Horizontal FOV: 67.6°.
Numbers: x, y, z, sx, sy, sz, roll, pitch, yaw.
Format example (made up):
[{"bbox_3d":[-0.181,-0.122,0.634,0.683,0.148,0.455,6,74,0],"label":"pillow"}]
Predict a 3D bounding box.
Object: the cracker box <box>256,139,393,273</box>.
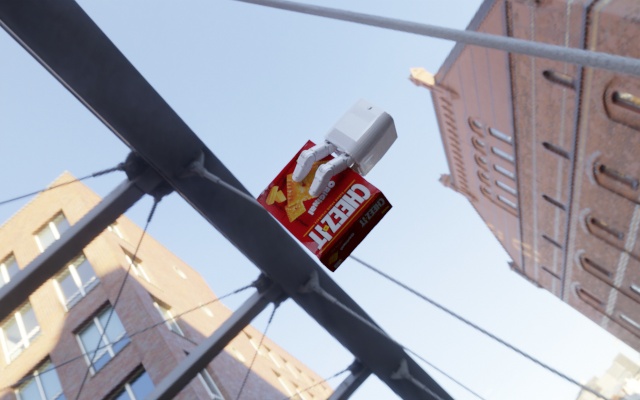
[{"bbox_3d":[0.000,0.003,0.896,0.213,0.164,0.072,40,-4,39],"label":"cracker box"}]
